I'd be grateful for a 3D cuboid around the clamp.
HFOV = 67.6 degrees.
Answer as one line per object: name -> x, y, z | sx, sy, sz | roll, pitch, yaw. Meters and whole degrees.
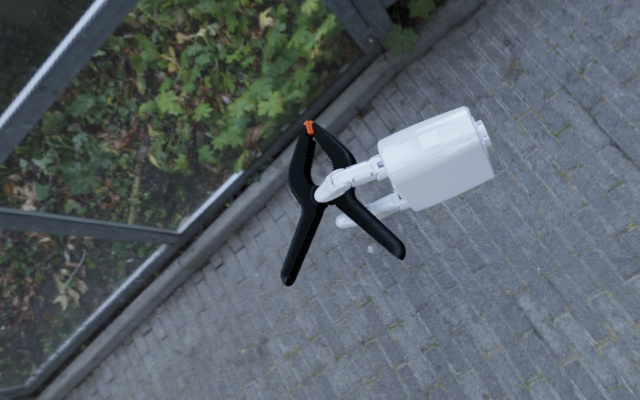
clamp -> 0.000, 0.001, 0.611 | 0.164, 0.210, 0.036 | -23, -16, 17
